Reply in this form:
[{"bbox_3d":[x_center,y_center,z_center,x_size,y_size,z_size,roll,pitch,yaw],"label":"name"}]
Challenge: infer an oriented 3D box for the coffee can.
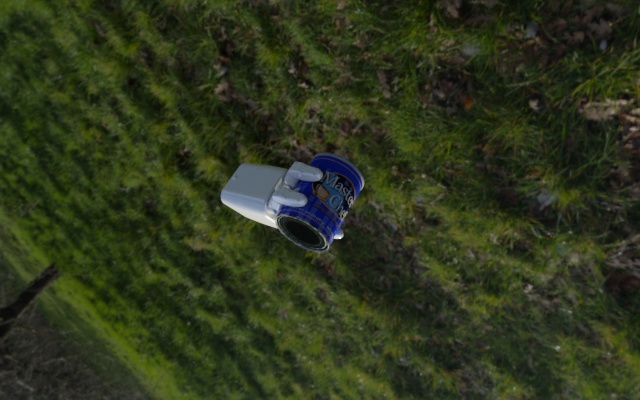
[{"bbox_3d":[0.000,0.003,0.822,0.103,0.140,0.103,24,-28,14],"label":"coffee can"}]
